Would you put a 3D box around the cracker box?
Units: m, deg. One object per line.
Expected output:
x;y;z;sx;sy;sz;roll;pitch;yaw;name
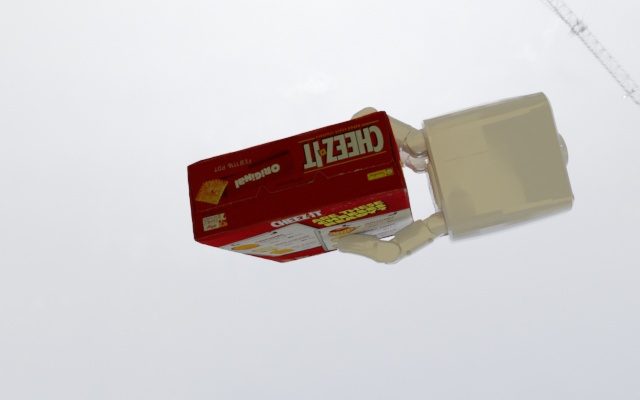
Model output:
0.000;0.002;0.450;0.164;0.072;0.214;-15;-15;10;cracker box
